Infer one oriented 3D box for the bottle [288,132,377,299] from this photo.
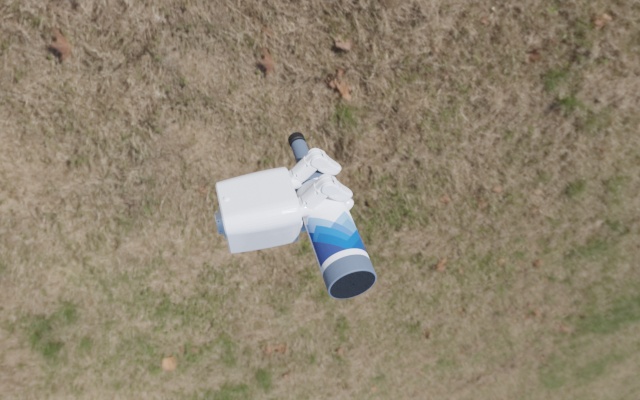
[{"bbox_3d":[0.000,0.002,0.705,0.069,0.295,0.069,-12,-40,-11],"label":"bottle"}]
